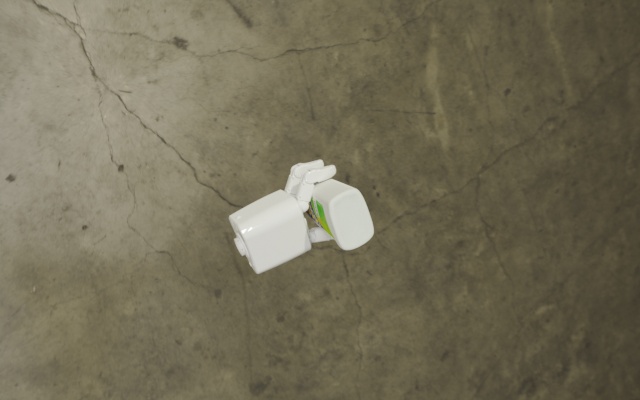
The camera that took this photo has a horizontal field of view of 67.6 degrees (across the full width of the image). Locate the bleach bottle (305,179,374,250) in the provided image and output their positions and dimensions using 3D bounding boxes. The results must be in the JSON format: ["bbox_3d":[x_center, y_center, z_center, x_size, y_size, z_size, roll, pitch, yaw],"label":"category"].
[{"bbox_3d":[0.000,0.003,0.862,0.068,0.103,0.250,-26,22,-16],"label":"bleach bottle"}]
